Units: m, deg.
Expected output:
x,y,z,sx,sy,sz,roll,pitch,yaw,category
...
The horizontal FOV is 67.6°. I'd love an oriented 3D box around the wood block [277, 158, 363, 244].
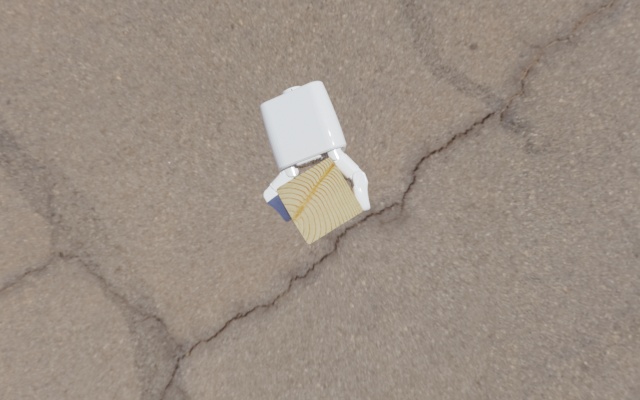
x,y,z,sx,sy,sz,roll,pitch,yaw,category
0.000,0.002,0.747,0.091,0.090,0.206,-31,-2,0,wood block
